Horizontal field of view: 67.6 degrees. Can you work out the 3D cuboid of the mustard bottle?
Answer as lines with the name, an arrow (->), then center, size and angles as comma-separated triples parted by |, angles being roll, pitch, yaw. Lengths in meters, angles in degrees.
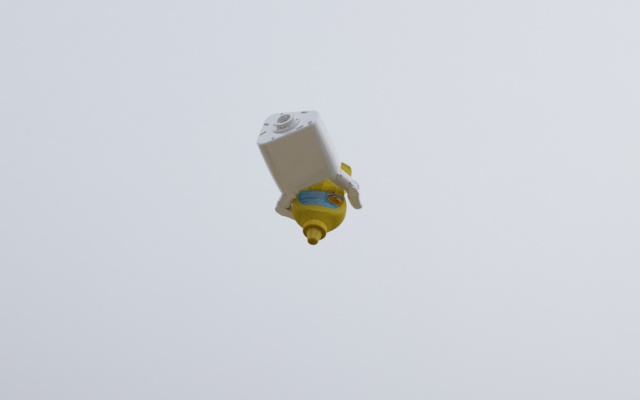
mustard bottle -> 0.000, 0.003, 0.848 | 0.096, 0.058, 0.191 | 9, 43, 2
